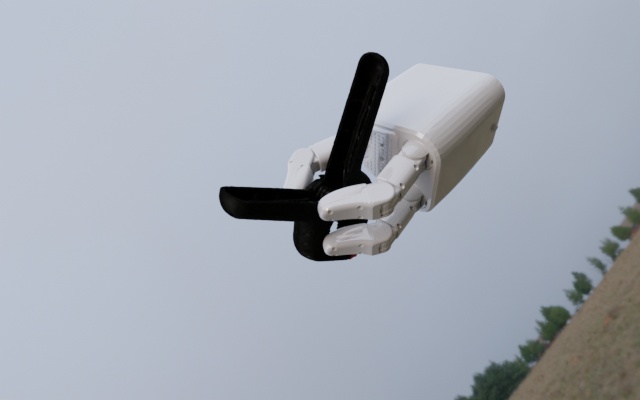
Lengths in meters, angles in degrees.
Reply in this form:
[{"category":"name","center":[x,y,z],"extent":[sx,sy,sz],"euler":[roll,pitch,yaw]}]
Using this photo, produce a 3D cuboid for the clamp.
[{"category":"clamp","center":[0.000,0.001,0.405],"extent":[0.036,0.210,0.164],"euler":[35,64,29]}]
